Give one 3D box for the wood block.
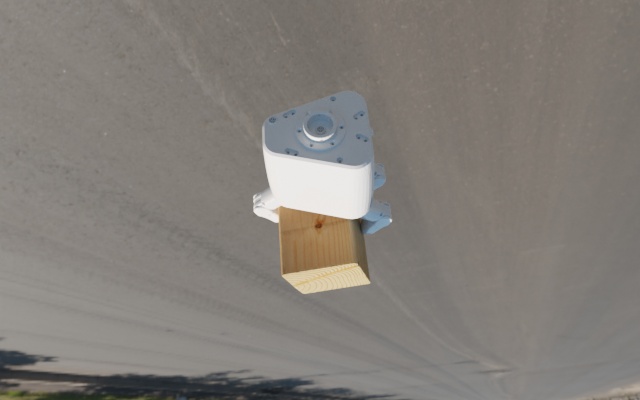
[{"bbox_3d":[0.000,0.002,0.610,0.091,0.206,0.090,-11,-27,12],"label":"wood block"}]
